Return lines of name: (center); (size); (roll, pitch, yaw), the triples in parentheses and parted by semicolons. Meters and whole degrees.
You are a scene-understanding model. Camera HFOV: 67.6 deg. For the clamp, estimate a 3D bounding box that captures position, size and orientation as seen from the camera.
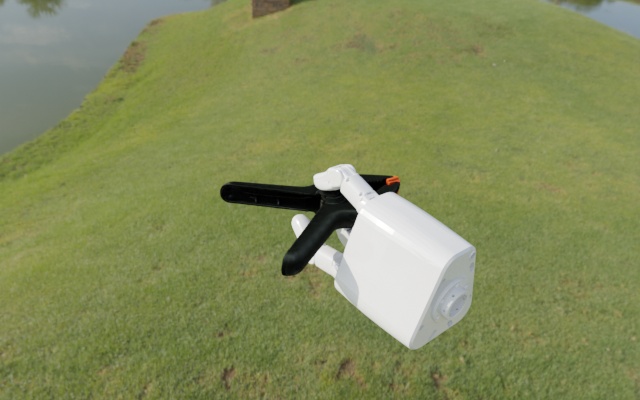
clamp: (0.001, 0.001, 0.548); (0.210, 0.036, 0.164); (-19, 40, -34)
